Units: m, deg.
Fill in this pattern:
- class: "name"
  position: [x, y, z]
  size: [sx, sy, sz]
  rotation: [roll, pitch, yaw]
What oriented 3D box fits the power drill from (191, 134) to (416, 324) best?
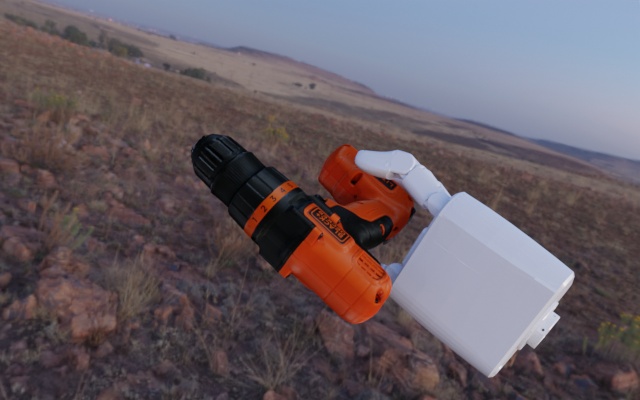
- class: "power drill"
  position: [0.000, 0.001, 0.416]
  size: [0.057, 0.184, 0.187]
  rotation: [-50, -9, 27]
